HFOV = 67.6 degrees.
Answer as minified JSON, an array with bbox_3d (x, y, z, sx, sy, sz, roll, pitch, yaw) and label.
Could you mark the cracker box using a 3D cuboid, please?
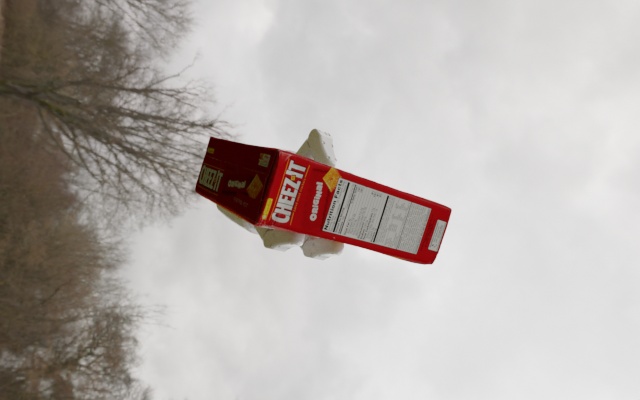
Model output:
[{"bbox_3d":[0.000,0.001,0.498,0.214,0.072,0.164,16,1,-34],"label":"cracker box"}]
